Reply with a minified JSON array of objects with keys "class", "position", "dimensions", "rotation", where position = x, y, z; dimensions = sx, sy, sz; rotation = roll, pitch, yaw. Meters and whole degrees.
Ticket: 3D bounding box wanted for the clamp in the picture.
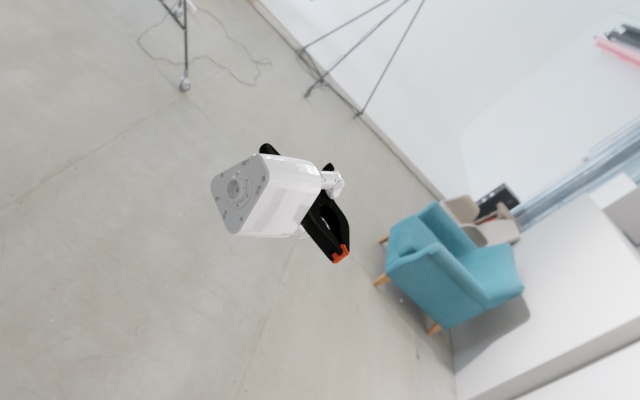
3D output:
[{"class":"clamp","position":[0.001,0.002,0.760],"dimensions":[0.036,0.210,0.164],"rotation":[-42,-27,30]}]
